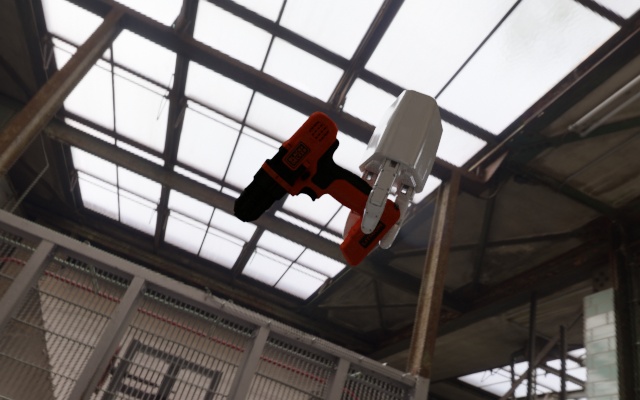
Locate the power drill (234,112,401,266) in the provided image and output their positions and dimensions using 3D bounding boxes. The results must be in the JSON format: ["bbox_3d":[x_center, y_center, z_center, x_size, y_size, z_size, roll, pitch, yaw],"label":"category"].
[{"bbox_3d":[0.001,0.002,0.653,0.187,0.184,0.057,42,3,-9],"label":"power drill"}]
